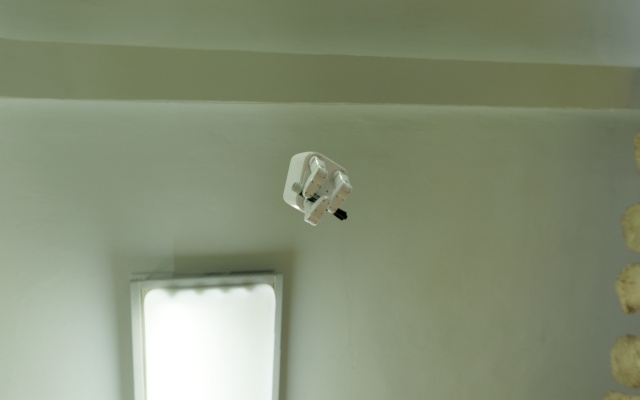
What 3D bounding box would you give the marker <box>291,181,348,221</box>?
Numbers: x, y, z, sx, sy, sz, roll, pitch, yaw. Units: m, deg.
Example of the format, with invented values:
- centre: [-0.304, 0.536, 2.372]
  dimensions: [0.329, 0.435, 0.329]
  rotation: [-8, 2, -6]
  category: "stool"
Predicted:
- centre: [0.000, 0.003, 0.877]
  dimensions: [0.121, 0.020, 0.020]
  rotation: [31, -12, -20]
  category: "marker"
